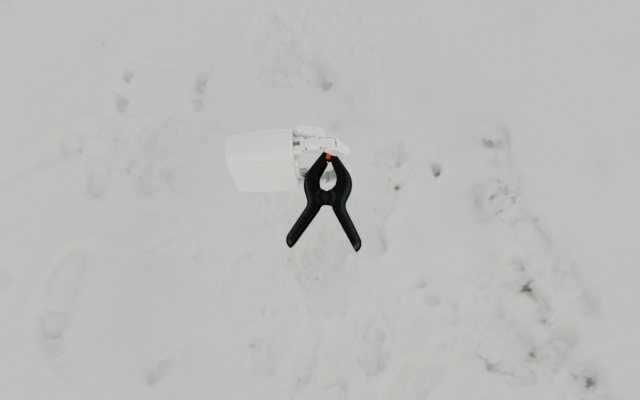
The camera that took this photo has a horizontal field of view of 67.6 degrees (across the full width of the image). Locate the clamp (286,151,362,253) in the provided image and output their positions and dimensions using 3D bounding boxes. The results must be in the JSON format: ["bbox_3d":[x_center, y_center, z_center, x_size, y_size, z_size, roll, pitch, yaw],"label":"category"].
[{"bbox_3d":[0.000,0.002,0.769,0.120,0.171,0.039,-4,-13,2],"label":"clamp"}]
